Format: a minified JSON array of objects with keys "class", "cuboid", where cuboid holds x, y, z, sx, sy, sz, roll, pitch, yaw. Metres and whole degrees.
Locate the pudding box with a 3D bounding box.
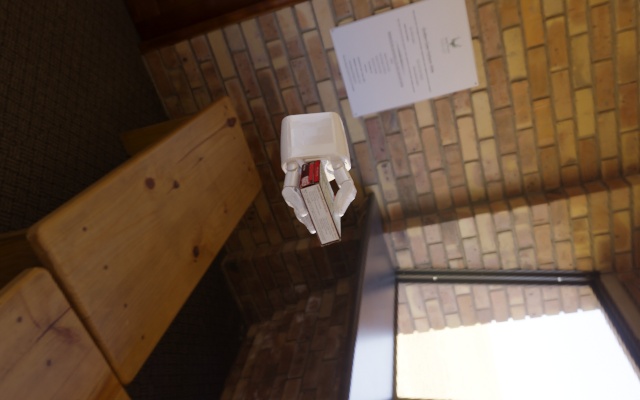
[{"class":"pudding box","cuboid":[0.000,0.002,0.776,0.039,0.113,0.090,-17,26,11]}]
